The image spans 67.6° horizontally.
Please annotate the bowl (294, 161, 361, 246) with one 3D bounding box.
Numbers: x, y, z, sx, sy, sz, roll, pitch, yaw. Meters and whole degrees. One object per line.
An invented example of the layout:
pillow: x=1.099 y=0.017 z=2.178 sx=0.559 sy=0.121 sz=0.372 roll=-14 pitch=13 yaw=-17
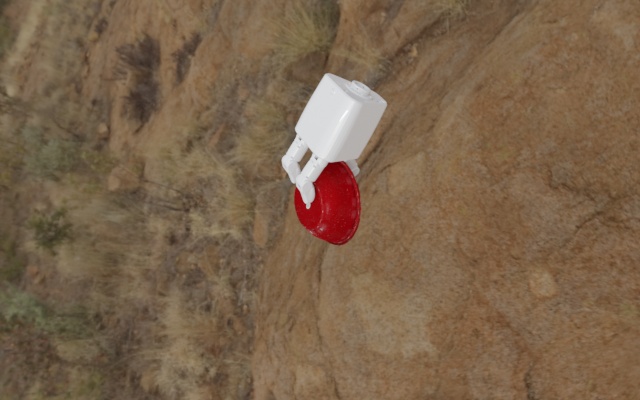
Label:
bowl: x=0.000 y=0.004 z=0.833 sx=0.055 sy=0.162 sz=0.162 roll=-8 pitch=5 yaw=-33
